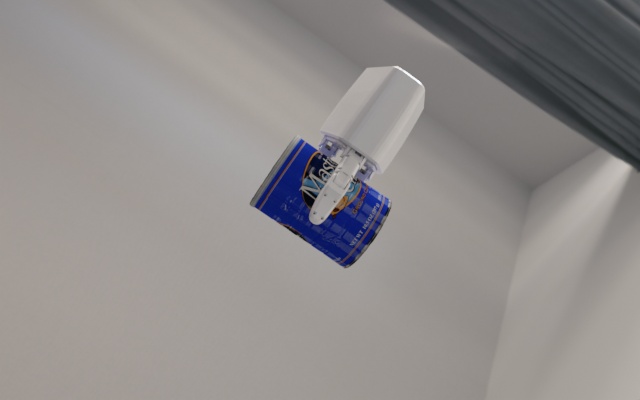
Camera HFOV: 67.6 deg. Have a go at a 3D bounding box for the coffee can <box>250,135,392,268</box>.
[{"bbox_3d":[0.000,0.002,0.582,0.140,0.103,0.103,34,-3,-5],"label":"coffee can"}]
